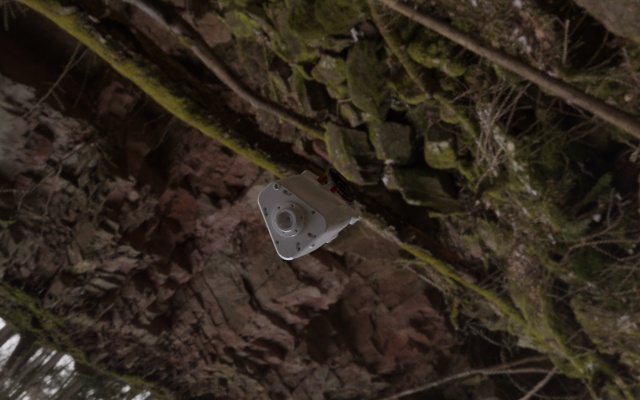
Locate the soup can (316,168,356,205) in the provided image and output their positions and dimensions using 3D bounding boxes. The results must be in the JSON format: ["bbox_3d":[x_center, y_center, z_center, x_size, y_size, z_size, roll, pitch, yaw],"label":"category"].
[{"bbox_3d":[0.000,0.003,0.805,0.102,0.068,0.068,-40,-16,20],"label":"soup can"}]
